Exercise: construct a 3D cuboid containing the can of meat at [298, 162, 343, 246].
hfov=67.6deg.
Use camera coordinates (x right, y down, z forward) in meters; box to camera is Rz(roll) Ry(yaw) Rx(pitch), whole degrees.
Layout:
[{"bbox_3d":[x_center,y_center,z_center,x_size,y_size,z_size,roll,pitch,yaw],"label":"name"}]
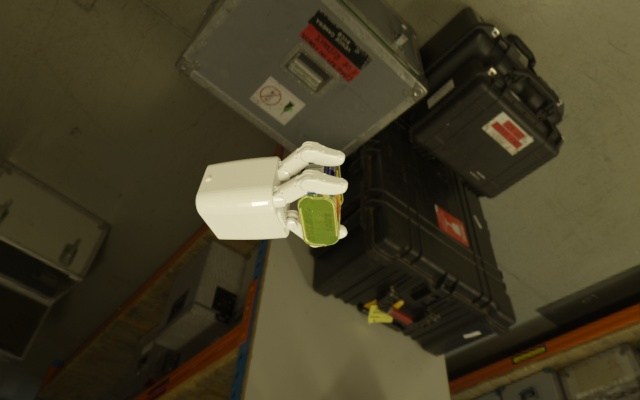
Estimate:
[{"bbox_3d":[0.000,0.003,0.675,0.057,0.102,0.083,-2,43,7],"label":"can of meat"}]
